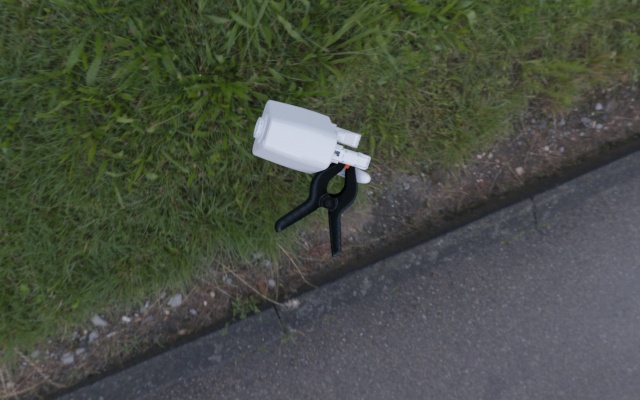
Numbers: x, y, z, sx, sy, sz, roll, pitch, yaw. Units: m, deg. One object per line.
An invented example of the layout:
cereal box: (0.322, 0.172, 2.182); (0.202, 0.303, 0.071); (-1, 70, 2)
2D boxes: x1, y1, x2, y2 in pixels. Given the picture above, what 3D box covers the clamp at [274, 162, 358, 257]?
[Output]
clamp: (0.000, 0.003, 0.784); (0.120, 0.171, 0.039); (15, 10, -17)
